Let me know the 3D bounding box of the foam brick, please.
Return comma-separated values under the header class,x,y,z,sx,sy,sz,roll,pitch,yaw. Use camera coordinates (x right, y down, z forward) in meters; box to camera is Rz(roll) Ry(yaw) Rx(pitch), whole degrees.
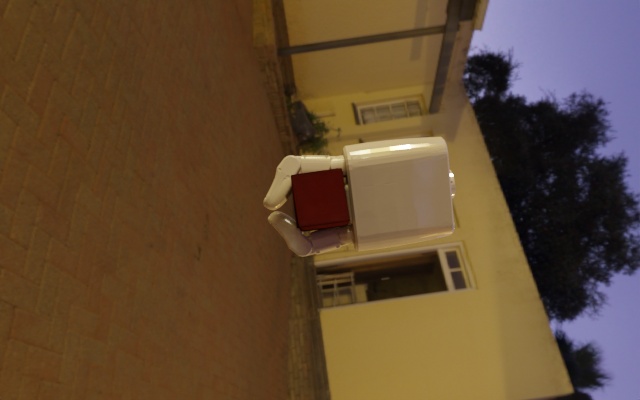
class,x,y,z,sx,sy,sz,roll,pitch,yaw
foam brick,0.000,0.002,0.486,0.051,0.053,0.078,-7,-6,0
